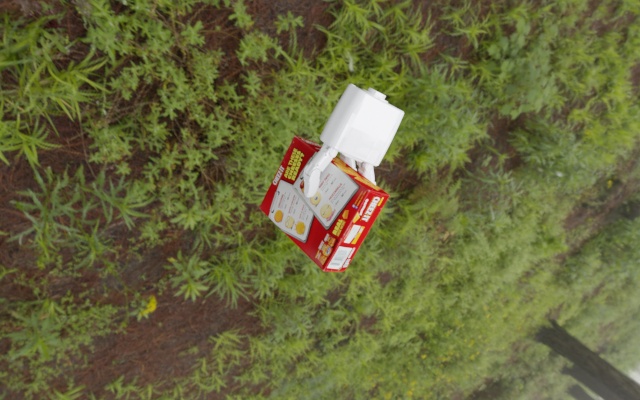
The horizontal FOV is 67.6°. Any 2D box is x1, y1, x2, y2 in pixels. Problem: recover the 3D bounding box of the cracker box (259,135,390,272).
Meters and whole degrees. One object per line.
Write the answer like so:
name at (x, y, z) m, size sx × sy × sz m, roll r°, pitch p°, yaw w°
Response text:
cracker box at (0.000, 0.003, 0.874) m, size 0.072 × 0.164 × 0.213 m, roll 12°, pitch 22°, yaw -47°
